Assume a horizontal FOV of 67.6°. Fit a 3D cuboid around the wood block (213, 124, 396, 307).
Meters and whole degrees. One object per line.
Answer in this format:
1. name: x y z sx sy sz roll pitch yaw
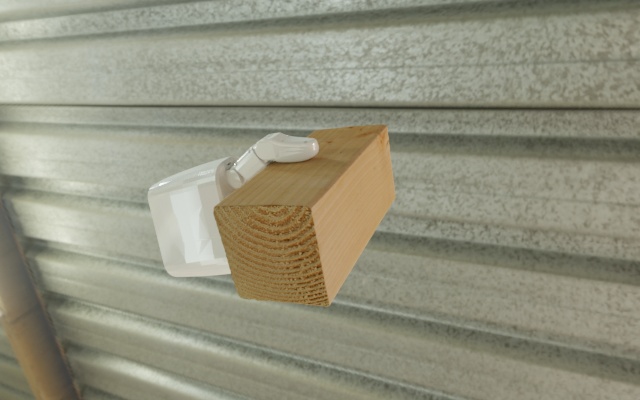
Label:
1. wood block: 0.000 0.001 0.461 0.090 0.091 0.206 0 25 25
